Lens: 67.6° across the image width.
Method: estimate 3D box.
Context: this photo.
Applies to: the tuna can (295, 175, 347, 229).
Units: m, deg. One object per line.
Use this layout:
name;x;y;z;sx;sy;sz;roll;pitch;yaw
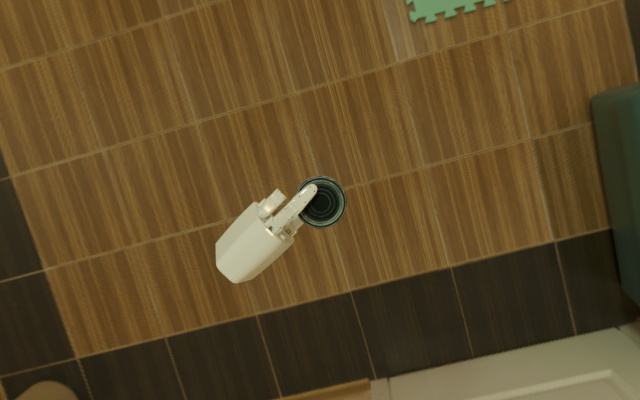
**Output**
tuna can;0.000;0.003;0.776;0.086;0.086;0.034;0;5;0
